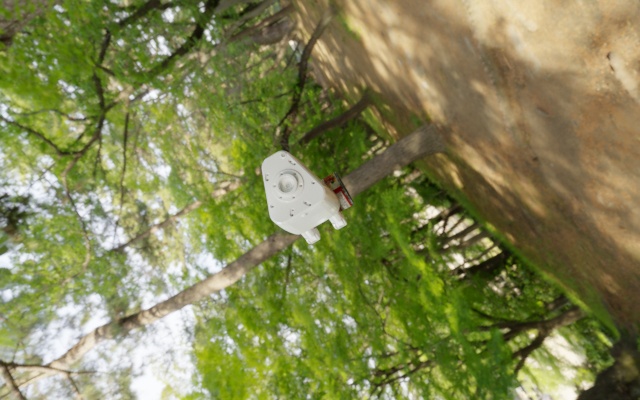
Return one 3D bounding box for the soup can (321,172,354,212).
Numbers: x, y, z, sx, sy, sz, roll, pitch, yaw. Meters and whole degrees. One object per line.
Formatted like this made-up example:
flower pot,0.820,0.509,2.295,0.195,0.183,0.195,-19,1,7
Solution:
soup can,0.000,0.003,0.855,0.102,0.068,0.068,-30,-3,6
